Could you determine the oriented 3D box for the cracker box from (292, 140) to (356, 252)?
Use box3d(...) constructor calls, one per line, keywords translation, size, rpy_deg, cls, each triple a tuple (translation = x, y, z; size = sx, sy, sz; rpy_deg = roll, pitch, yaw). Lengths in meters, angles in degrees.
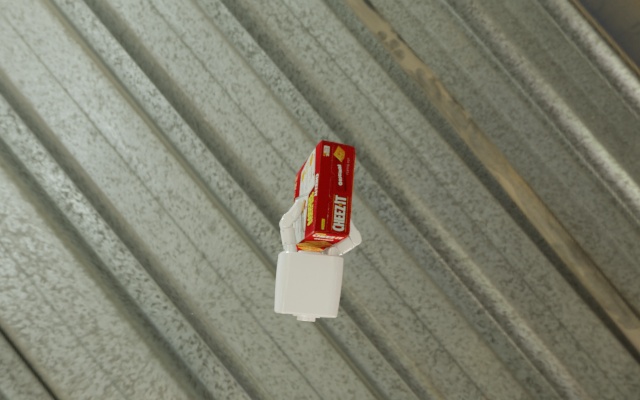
box3d(translation=(0.000, 0.003, 0.898), size=(0.072, 0.164, 0.214), rpy_deg=(8, -15, -13), cls="cracker box")
